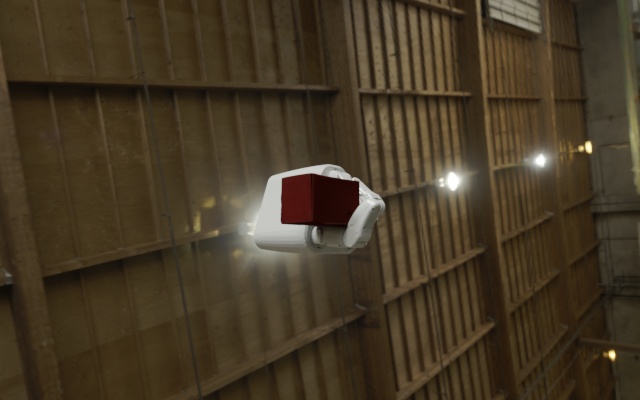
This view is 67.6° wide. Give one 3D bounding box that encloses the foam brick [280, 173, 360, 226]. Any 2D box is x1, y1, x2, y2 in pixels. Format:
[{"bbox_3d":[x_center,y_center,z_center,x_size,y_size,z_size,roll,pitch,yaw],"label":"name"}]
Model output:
[{"bbox_3d":[0.000,0.002,0.530,0.051,0.053,0.078,-4,-8,44],"label":"foam brick"}]
